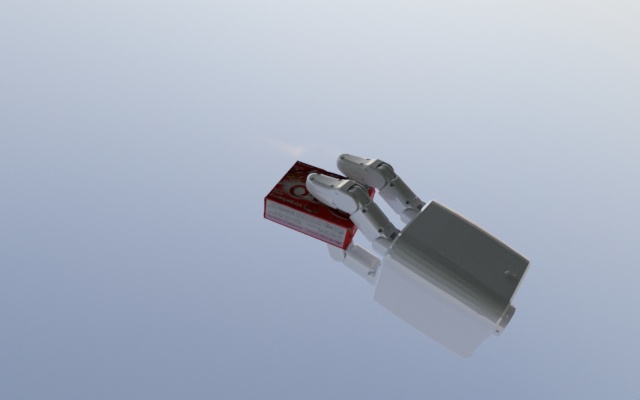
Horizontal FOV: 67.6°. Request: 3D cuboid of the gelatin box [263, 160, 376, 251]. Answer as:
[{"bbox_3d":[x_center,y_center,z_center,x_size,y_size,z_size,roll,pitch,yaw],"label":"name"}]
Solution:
[{"bbox_3d":[0.000,0.002,0.465,0.089,0.030,0.073,20,40,13],"label":"gelatin box"}]
